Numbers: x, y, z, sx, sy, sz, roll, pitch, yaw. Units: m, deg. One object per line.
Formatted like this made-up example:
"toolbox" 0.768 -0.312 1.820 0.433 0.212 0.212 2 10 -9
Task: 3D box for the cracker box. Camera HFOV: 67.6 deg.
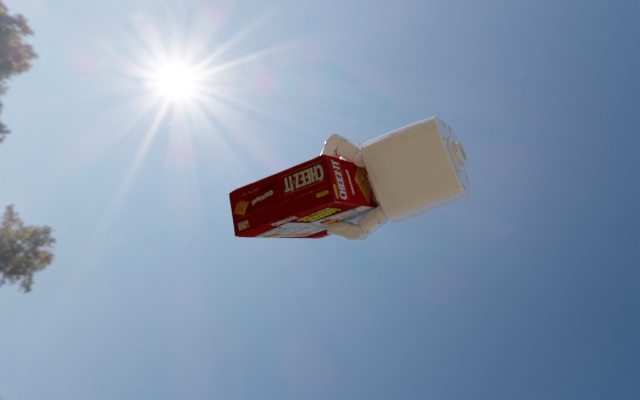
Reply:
"cracker box" 0.000 0.002 0.696 0.164 0.072 0.214 -20 -15 29
